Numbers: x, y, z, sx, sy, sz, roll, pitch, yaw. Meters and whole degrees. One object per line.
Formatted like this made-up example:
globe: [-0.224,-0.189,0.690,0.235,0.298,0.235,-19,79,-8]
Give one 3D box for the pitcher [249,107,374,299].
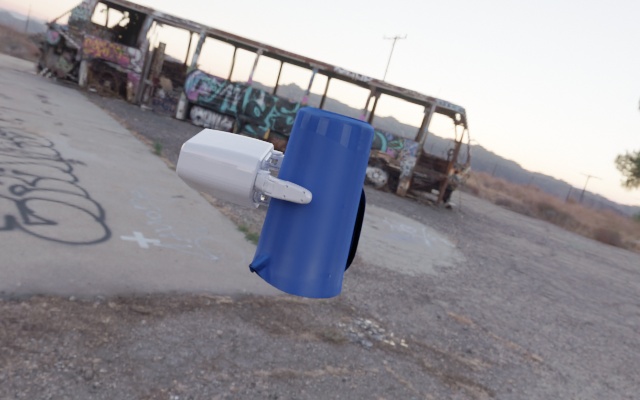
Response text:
pitcher: [0.000,0.002,0.666,0.145,0.243,0.149,15,8,0]
